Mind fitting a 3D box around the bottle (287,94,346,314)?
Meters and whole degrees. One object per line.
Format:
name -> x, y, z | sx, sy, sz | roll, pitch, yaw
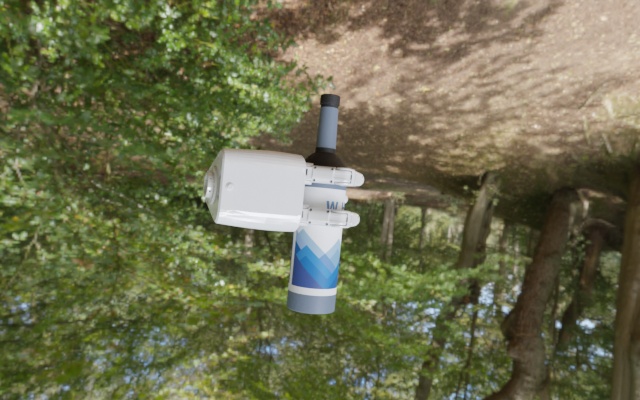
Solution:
bottle -> 0.000, 0.002, 0.658 | 0.069, 0.295, 0.069 | 5, 0, 0
